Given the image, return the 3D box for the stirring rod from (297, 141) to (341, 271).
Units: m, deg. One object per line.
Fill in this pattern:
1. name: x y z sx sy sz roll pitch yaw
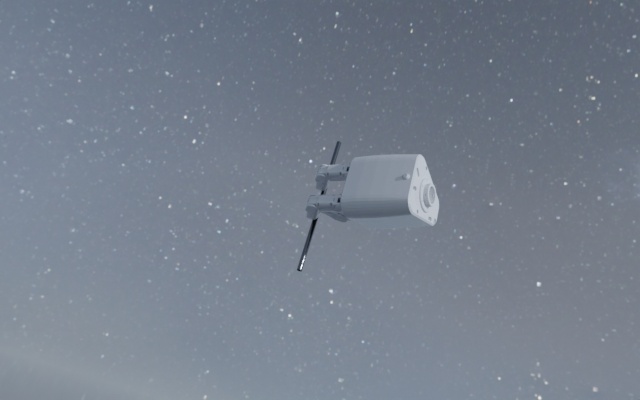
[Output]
1. stirring rod: 0.000 0.003 0.773 0.011 0.239 0.011 14 -26 7
